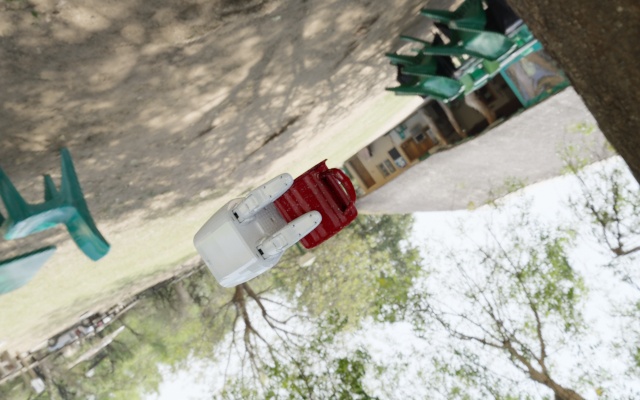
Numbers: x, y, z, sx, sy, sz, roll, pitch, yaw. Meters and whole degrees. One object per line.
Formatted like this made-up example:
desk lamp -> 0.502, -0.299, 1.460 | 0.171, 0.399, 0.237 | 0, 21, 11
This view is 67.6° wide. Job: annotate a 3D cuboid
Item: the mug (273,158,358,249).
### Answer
mug -> 0.001, 0.002, 0.588 | 0.117, 0.081, 0.093 | -33, 2, 44
